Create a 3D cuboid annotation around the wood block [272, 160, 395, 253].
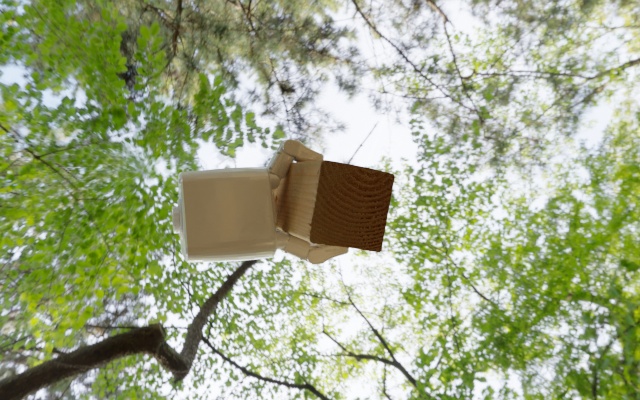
[{"bbox_3d":[0.000,0.002,0.606,0.090,0.091,0.206,10,0,-21],"label":"wood block"}]
